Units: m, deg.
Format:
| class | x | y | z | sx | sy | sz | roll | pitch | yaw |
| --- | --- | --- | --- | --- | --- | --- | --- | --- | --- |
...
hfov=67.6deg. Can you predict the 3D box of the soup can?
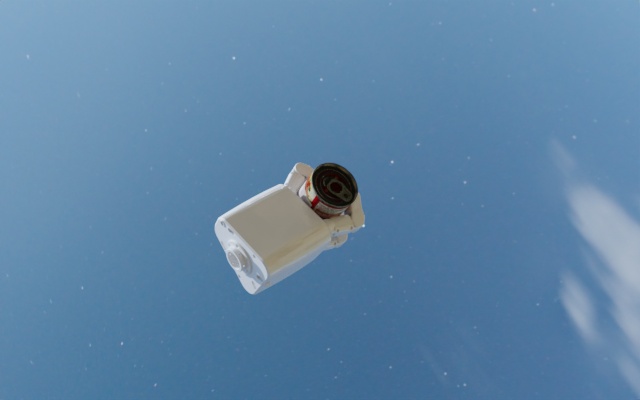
| class | x | y | z | sx | sy | sz | roll | pitch | yaw |
| --- | --- | --- | --- | --- | --- | --- | --- | --- | --- |
| soup can | 0.000 | 0.002 | 0.672 | 0.068 | 0.068 | 0.102 | 0 | -28 | -26 |
